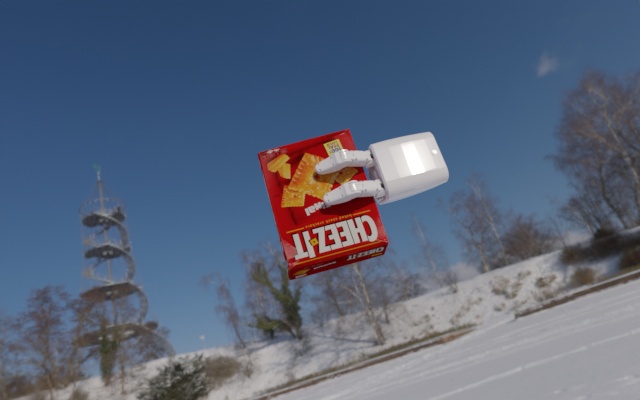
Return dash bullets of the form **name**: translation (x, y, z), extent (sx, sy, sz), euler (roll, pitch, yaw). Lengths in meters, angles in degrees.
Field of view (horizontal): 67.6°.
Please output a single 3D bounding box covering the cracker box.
- **cracker box**: translation (0.000, 0.002, 0.788), extent (0.164, 0.213, 0.072), euler (-15, -22, -6)
